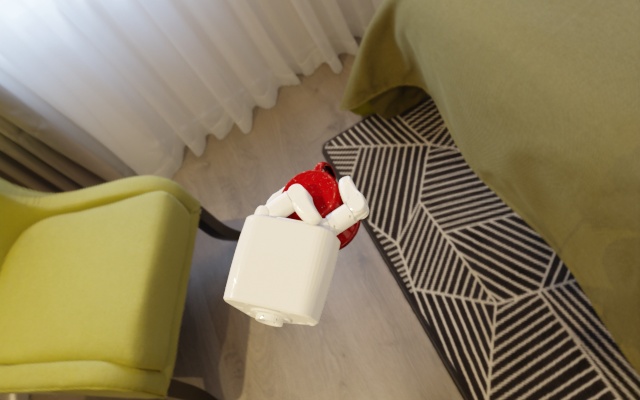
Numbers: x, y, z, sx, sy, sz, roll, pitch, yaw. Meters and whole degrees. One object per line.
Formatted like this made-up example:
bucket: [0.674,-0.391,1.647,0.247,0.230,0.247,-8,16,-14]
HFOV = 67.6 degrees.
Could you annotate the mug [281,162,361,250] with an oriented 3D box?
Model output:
mug: [0.000,0.001,0.638,0.093,0.117,0.081,1,-28,25]
